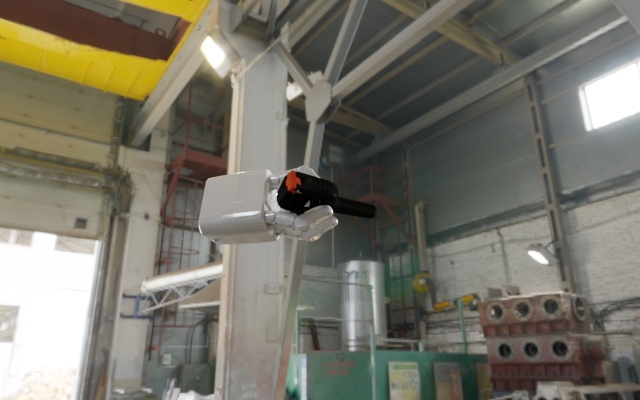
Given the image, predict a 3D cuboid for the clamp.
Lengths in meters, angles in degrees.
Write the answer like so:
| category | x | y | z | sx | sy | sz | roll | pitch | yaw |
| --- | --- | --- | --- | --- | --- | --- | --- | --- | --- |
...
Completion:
| category | x | y | z | sx | sy | sz | roll | pitch | yaw |
| --- | --- | --- | --- | --- | --- | --- | --- | --- | --- |
| clamp | 0.000 | 0.002 | 0.748 | 0.164 | 0.036 | 0.210 | -8 | -20 | 8 |
